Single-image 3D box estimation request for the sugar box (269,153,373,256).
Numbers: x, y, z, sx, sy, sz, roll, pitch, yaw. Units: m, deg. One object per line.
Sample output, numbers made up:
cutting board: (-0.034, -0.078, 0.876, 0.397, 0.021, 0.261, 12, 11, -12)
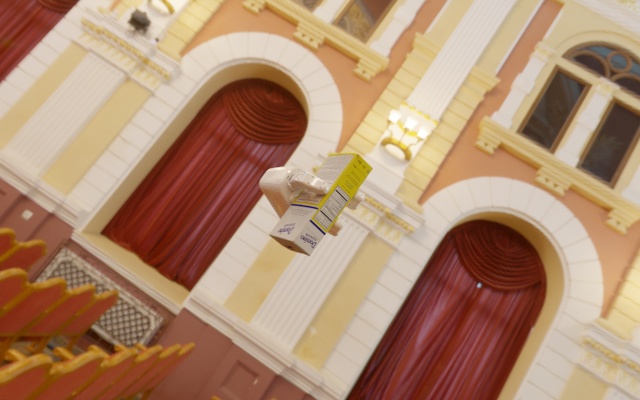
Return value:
sugar box: (0.000, 0.003, 0.764, 0.048, 0.176, 0.093, 41, -15, -25)
